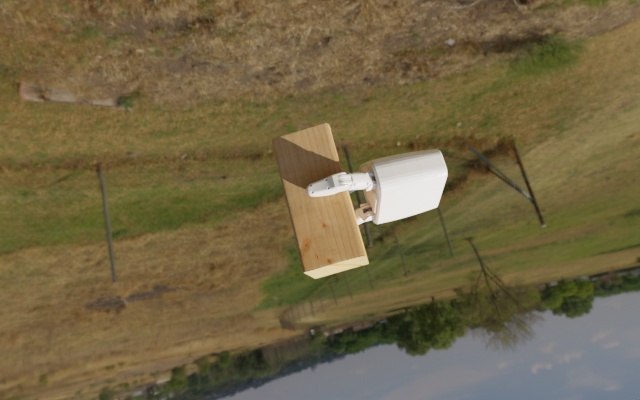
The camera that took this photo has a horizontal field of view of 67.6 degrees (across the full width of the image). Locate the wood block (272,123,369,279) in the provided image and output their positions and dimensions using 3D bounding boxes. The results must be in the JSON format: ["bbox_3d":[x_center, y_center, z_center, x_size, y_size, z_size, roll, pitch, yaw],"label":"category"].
[{"bbox_3d":[0.000,0.002,0.719,0.090,0.206,0.091,-16,-17,5],"label":"wood block"}]
